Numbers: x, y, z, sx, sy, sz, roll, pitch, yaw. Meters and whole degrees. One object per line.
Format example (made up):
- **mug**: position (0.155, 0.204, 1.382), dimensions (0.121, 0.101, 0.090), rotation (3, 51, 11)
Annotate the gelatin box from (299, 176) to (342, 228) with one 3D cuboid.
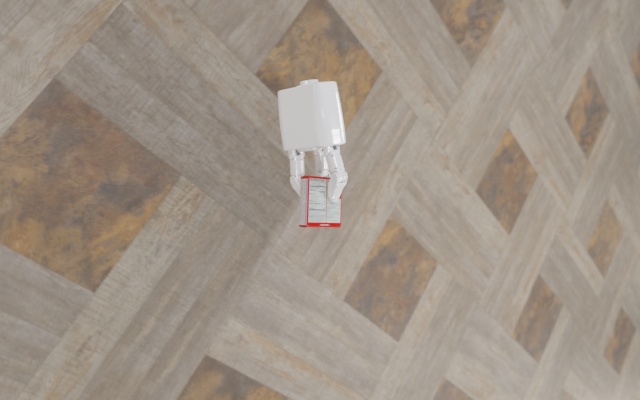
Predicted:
- **gelatin box**: position (0.000, 0.003, 0.837), dimensions (0.073, 0.089, 0.030), rotation (3, -3, -36)
